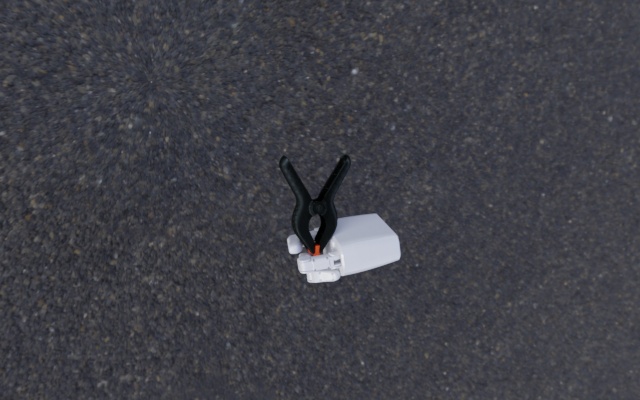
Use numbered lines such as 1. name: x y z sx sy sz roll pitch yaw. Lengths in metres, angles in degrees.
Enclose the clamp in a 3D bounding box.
1. clamp: 0.000 0.003 0.780 0.120 0.171 0.039 -10 17 -14
